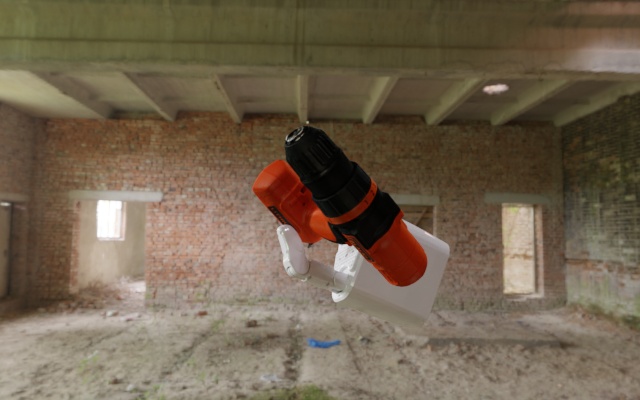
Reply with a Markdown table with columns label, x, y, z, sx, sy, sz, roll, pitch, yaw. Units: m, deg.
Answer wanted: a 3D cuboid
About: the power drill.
| label | x | y | z | sx | sy | sz | roll | pitch | yaw |
| --- | --- | --- | --- | --- | --- | --- | --- | --- | --- |
| power drill | 0.000 | 0.002 | 0.478 | 0.184 | 0.057 | 0.187 | 50 | -16 | -24 |
